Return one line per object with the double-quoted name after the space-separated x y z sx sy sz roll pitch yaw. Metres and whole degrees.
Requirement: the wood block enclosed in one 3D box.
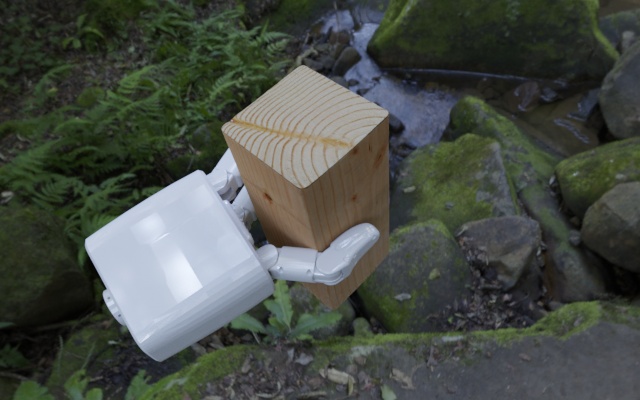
0.000 0.002 0.425 0.090 0.090 0.206 36 -23 28 "wood block"
